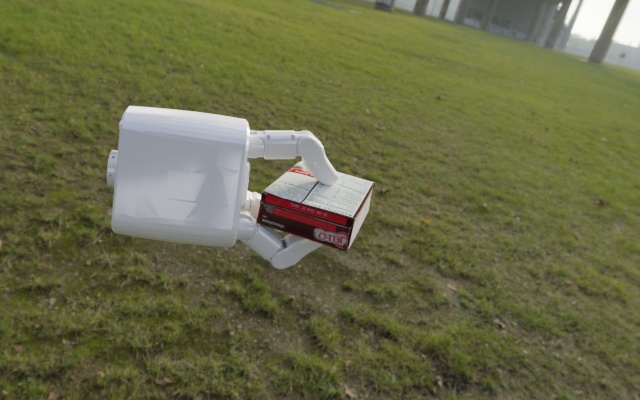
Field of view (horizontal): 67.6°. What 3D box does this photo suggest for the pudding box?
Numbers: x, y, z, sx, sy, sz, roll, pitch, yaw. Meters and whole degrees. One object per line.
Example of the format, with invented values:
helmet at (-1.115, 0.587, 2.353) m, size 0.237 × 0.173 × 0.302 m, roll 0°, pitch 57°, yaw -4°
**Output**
pudding box at (0.000, 0.001, 0.472) m, size 0.090 × 0.039 × 0.113 m, roll 18°, pitch 25°, yaw 10°
